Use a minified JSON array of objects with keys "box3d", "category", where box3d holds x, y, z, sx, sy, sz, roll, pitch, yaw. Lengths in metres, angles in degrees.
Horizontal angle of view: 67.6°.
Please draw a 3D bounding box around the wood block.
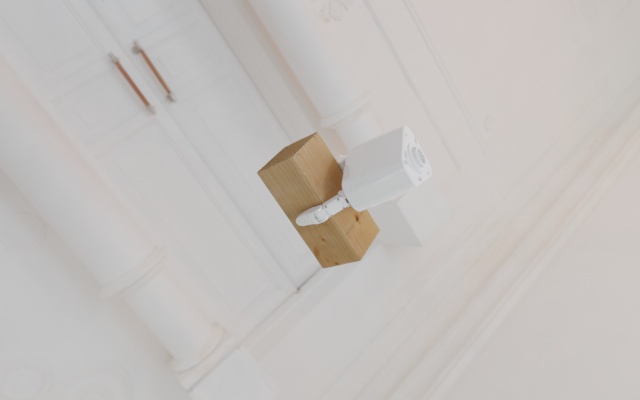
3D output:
[{"box3d":[0.000,0.003,0.807,0.090,0.206,0.090,-19,22,42],"category":"wood block"}]
